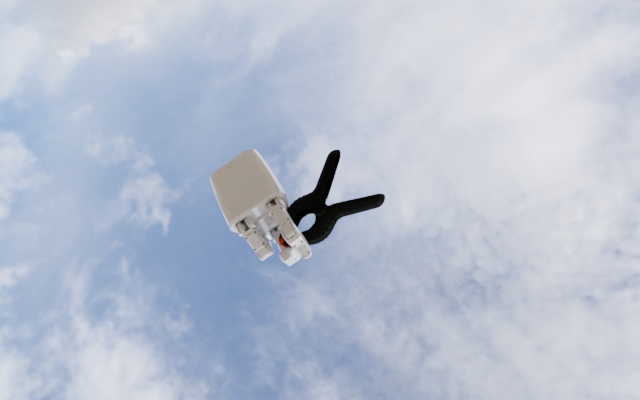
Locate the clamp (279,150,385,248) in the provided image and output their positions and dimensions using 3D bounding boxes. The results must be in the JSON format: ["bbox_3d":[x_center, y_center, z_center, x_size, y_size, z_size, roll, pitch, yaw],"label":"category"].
[{"bbox_3d":[0.000,0.003,0.734,0.171,0.120,0.039,-34,-32,2],"label":"clamp"}]
